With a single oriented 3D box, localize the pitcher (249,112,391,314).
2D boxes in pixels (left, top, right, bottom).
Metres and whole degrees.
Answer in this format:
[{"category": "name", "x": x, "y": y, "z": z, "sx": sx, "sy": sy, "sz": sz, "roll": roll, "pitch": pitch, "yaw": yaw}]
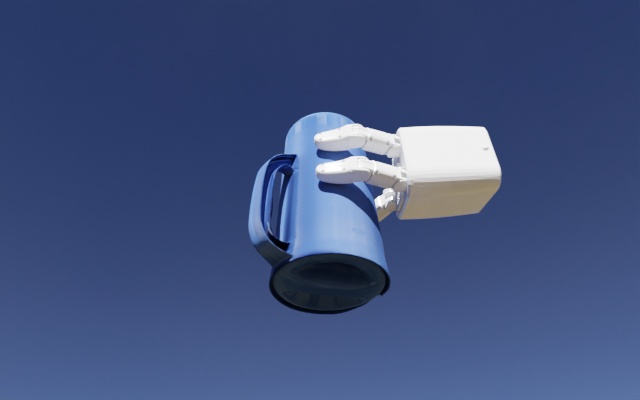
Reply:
[{"category": "pitcher", "x": 0.000, "y": 0.002, "z": 0.587, "sx": 0.145, "sy": 0.242, "sz": 0.149, "roll": -4, "pitch": -39, "yaw": 2}]
